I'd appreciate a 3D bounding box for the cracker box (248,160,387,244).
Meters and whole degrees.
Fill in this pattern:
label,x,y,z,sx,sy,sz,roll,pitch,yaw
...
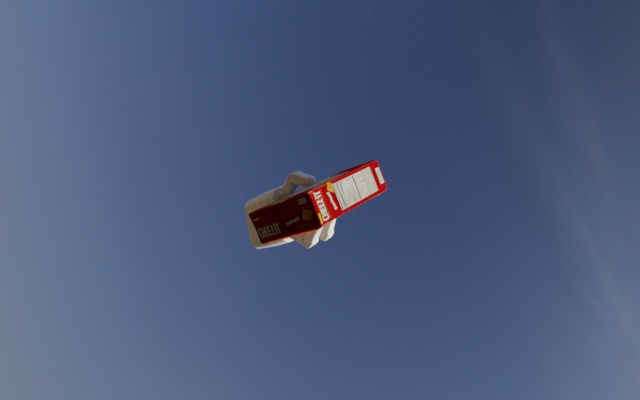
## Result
label,x,y,z,sx,sy,sz,roll,pitch,yaw
cracker box,0.000,0.003,0.896,0.164,0.072,0.213,-19,5,43
